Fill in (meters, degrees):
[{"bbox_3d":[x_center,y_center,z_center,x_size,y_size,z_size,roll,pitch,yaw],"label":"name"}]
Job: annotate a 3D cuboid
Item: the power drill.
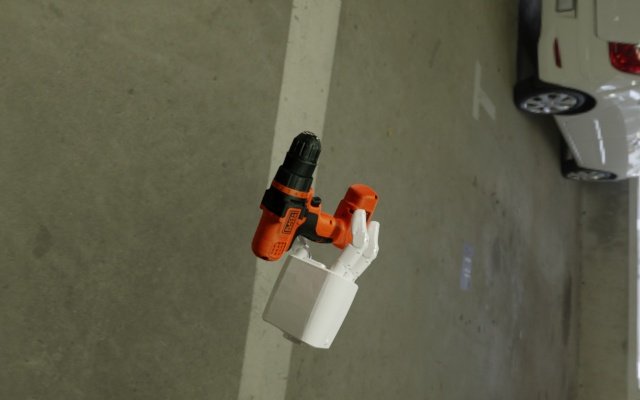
[{"bbox_3d":[0.000,0.003,0.690,0.188,0.184,0.057,10,19,-45],"label":"power drill"}]
